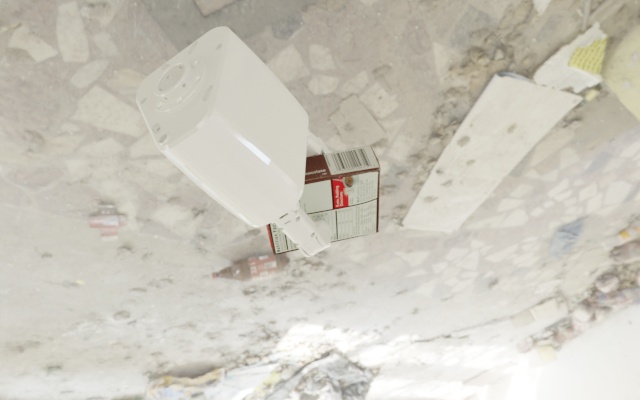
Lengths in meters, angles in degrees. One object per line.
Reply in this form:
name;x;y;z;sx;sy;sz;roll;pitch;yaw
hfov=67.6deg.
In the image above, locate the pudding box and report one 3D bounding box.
pudding box;0.000;0.002;0.461;0.113;0.090;0.039;-10;45;-6
